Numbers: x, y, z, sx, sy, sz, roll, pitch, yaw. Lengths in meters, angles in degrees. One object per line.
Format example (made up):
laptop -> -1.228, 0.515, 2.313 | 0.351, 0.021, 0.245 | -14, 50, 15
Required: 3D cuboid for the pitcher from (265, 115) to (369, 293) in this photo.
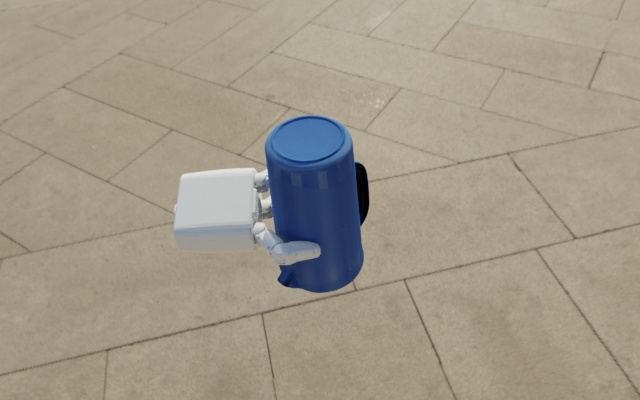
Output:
pitcher -> 0.000, 0.002, 0.665 | 0.145, 0.149, 0.243 | -2, -44, 3
